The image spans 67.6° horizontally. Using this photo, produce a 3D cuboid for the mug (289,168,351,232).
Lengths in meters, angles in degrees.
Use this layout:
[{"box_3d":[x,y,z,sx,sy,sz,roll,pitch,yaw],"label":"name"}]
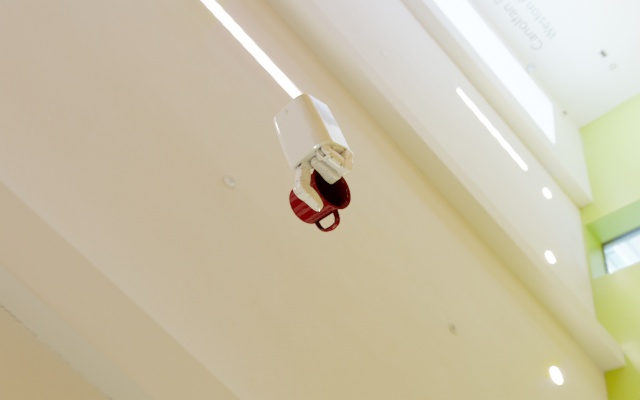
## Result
[{"box_3d":[0.001,0.004,0.885,0.093,0.117,0.081,-4,-24,-48],"label":"mug"}]
